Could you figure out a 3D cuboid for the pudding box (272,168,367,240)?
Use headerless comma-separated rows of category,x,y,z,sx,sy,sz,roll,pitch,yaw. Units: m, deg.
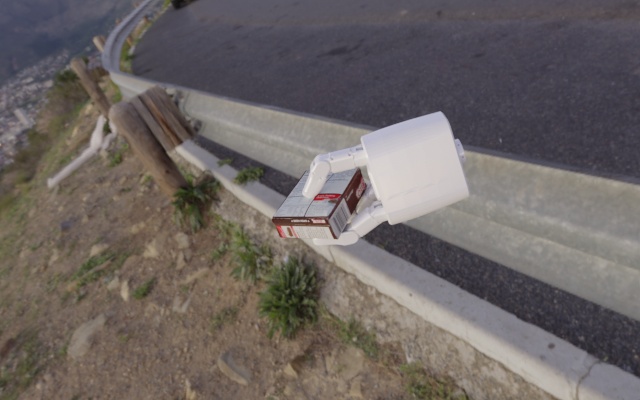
pudding box,0.000,0.002,0.640,0.090,0.039,0.113,-2,36,32
